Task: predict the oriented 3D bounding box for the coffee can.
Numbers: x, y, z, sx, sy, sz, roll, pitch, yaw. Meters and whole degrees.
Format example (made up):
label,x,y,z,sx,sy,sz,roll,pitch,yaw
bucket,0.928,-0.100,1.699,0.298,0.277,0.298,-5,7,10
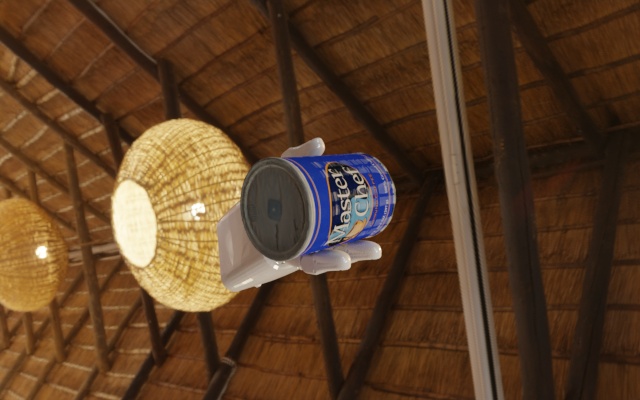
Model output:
label,x,y,z,sx,sy,sz,roll,pitch,yaw
coffee can,0.000,0.002,0.516,0.103,0.103,0.140,0,6,43
